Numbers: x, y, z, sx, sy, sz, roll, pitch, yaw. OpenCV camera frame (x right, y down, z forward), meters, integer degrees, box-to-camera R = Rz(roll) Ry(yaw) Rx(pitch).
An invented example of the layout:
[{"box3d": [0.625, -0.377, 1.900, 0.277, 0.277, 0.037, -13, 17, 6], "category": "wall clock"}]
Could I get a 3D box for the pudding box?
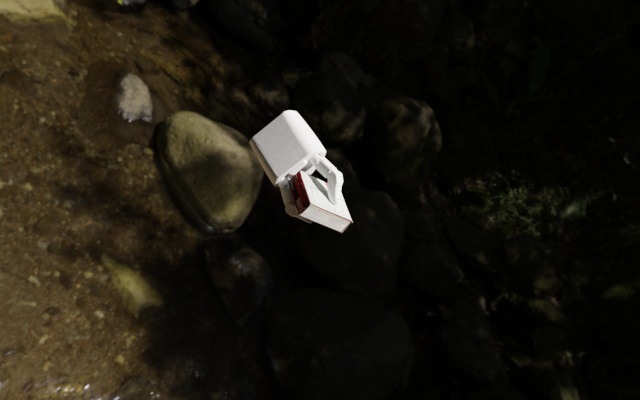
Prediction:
[{"box3d": [0.000, 0.003, 0.891, 0.113, 0.090, 0.039, 22, -54, -37], "category": "pudding box"}]
